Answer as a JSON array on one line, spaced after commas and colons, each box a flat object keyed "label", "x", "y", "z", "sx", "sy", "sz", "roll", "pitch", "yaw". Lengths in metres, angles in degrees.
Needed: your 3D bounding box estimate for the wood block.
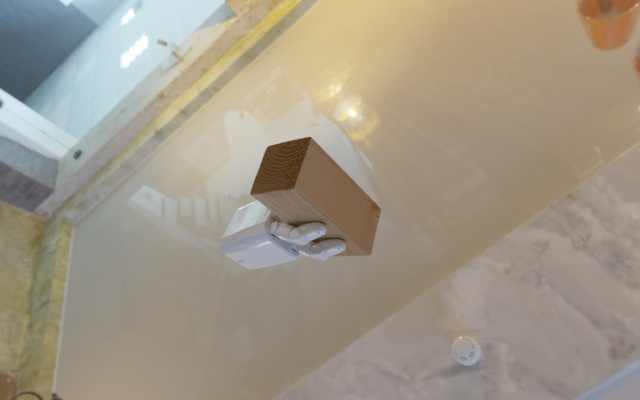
[{"label": "wood block", "x": 0.000, "y": 0.002, "z": 0.747, "sx": 0.090, "sy": 0.090, "sz": 0.206, "roll": -7, "pitch": -34, "yaw": 37}]
